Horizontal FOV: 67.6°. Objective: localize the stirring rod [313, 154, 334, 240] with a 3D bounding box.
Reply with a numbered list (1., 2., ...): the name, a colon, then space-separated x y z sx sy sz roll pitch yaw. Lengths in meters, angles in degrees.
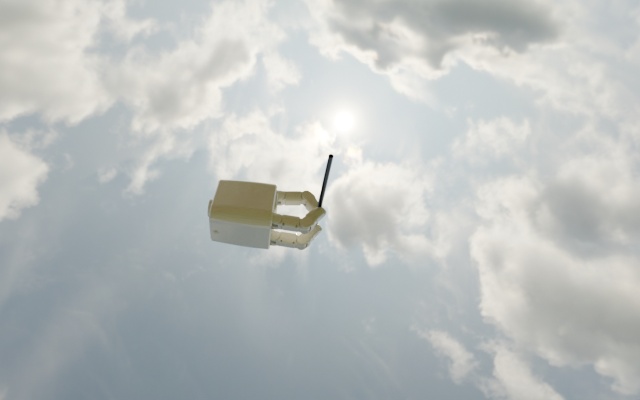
1. stirring rod: 0.000 0.003 0.827 0.011 0.011 0.240 0 -36 -9
